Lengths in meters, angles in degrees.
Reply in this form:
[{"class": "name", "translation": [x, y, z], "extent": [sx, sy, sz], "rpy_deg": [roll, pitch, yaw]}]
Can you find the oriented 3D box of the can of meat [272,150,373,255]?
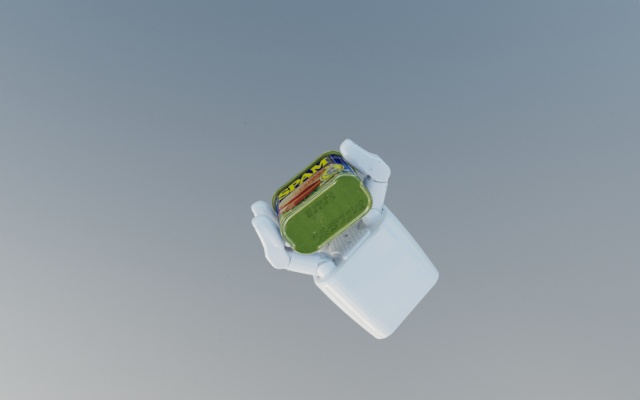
[{"class": "can of meat", "translation": [0.000, 0.002, 0.506], "extent": [0.102, 0.057, 0.084], "rpy_deg": [-38, 21, 5]}]
